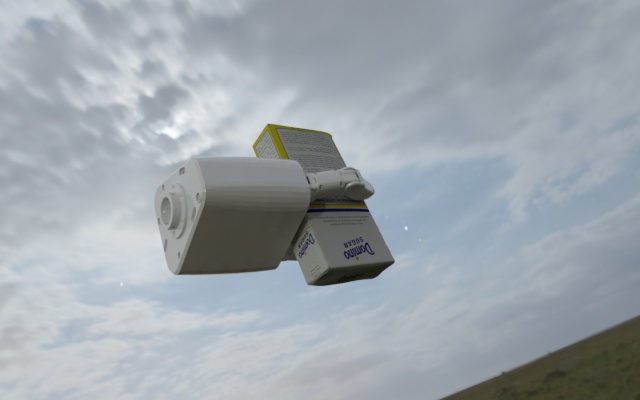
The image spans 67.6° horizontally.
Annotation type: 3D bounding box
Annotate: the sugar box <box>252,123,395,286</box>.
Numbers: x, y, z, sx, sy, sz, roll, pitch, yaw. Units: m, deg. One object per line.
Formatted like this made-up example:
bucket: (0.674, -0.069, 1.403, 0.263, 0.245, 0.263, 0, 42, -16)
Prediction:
sugar box: (0.000, 0.002, 0.505, 0.093, 0.176, 0.048, 1, -34, -40)
